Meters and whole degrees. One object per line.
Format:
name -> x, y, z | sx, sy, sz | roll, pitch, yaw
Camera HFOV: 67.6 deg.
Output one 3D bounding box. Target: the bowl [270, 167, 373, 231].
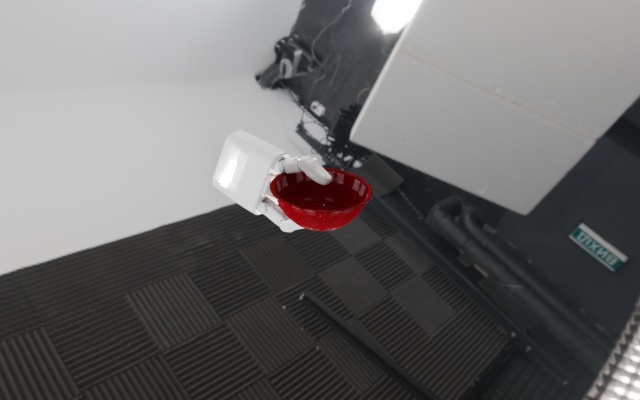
bowl -> 0.001, 0.003, 0.756 | 0.162, 0.055, 0.162 | 3, 27, -1
